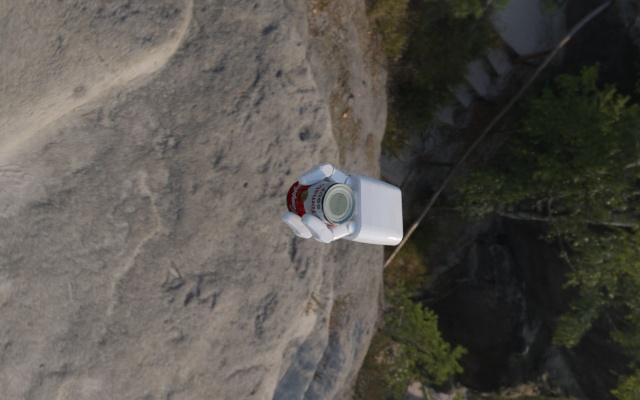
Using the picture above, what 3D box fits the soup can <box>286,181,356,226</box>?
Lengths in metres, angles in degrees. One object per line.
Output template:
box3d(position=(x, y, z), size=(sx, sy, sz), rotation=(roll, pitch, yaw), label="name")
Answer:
box3d(position=(0.000, 0.002, 0.766), size=(0.068, 0.068, 0.102), rotation=(0, 4, -36), label="soup can")
